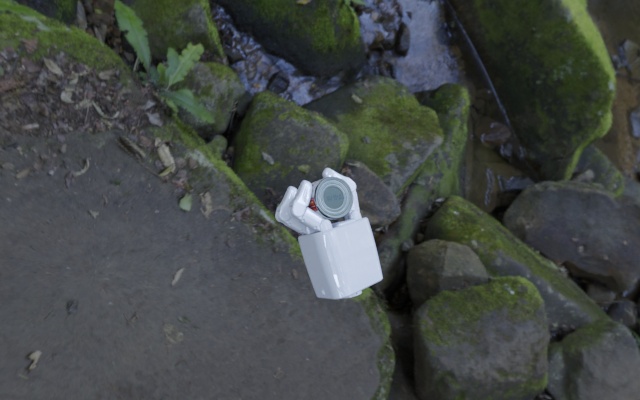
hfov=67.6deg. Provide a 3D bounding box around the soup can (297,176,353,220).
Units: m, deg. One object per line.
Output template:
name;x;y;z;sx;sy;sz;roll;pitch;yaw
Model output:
soup can;0.000;0.002;0.770;0.068;0.068;0.102;0;-8;-25
